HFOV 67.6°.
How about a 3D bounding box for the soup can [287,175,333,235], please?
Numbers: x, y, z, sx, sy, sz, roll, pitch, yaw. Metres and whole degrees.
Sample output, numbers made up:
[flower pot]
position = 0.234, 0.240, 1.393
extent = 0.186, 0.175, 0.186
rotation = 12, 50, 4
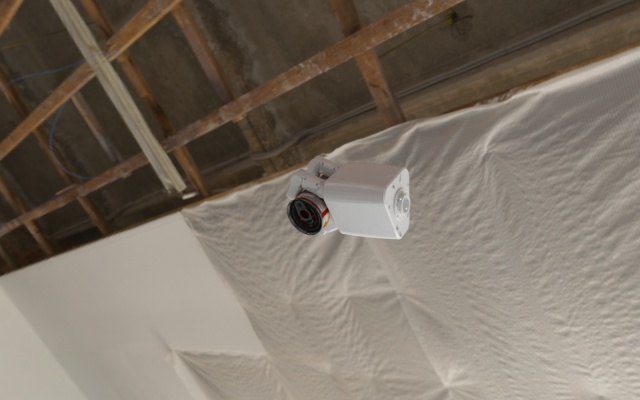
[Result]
[soup can]
position = 0.000, 0.003, 0.798
extent = 0.068, 0.068, 0.102
rotation = 0, 29, 36
